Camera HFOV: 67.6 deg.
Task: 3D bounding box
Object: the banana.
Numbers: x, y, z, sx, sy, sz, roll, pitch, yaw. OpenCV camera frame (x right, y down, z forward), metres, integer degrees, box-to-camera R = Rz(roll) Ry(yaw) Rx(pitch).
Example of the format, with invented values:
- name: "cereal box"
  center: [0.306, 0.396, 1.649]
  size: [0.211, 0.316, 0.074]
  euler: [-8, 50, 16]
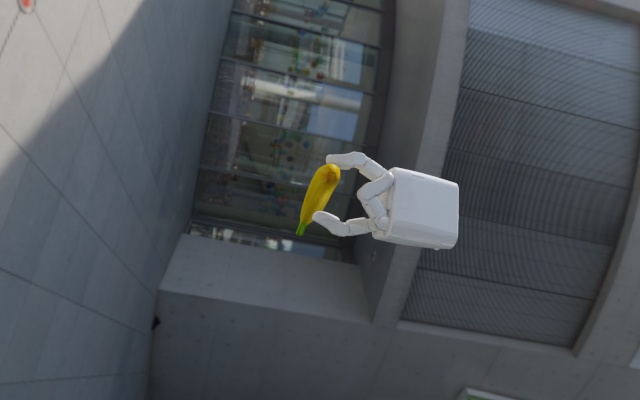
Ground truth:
- name: "banana"
  center: [0.001, -0.012, 0.748]
  size: [0.037, 0.069, 0.198]
  euler: [12, -32, -8]
